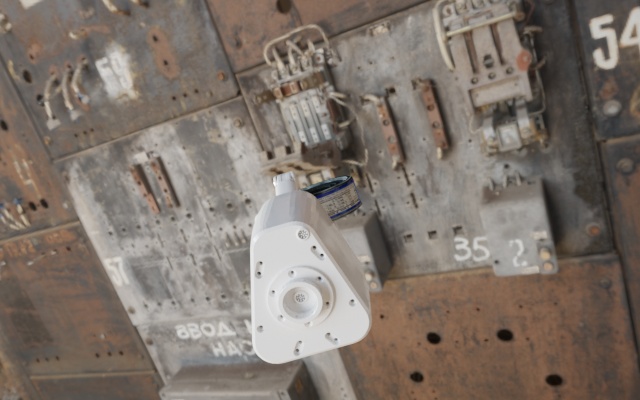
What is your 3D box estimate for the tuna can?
[{"bbox_3d":[0.000,0.001,0.524,0.086,0.034,0.086,-19,9,3],"label":"tuna can"}]
